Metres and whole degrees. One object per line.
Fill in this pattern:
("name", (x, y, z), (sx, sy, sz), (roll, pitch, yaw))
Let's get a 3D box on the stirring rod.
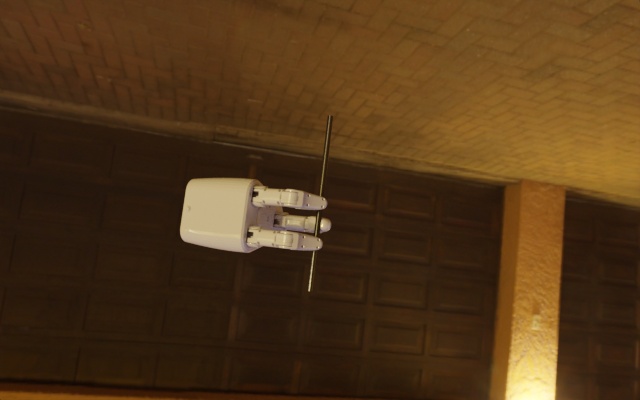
("stirring rod", (0.000, 0.002, 0.648), (0.011, 0.239, 0.011), (7, -6, 1))
